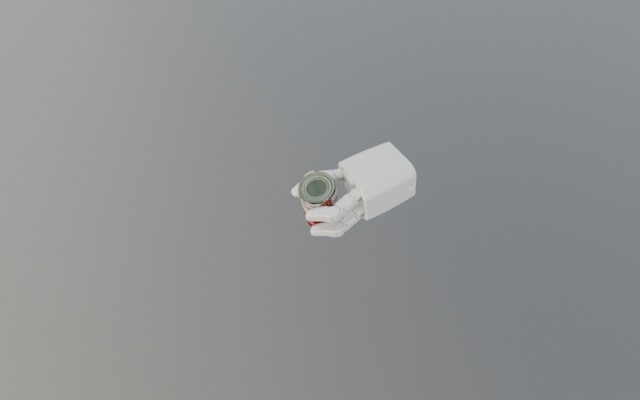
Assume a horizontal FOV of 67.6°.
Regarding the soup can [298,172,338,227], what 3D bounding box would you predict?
[{"bbox_3d":[0.000,0.003,0.865,0.068,0.068,0.102,0,-31,9],"label":"soup can"}]
